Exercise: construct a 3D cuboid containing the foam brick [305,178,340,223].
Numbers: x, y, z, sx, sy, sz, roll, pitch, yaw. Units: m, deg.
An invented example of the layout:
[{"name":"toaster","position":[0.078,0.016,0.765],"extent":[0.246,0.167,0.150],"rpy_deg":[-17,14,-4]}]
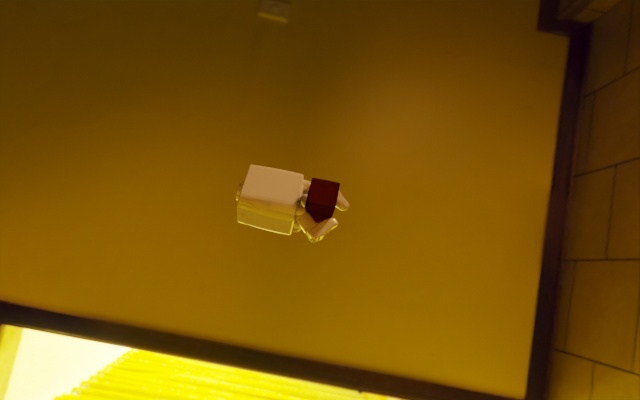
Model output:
[{"name":"foam brick","position":[0.000,0.003,0.867],"extent":[0.051,0.053,0.078],"rpy_deg":[13,-29,-3]}]
